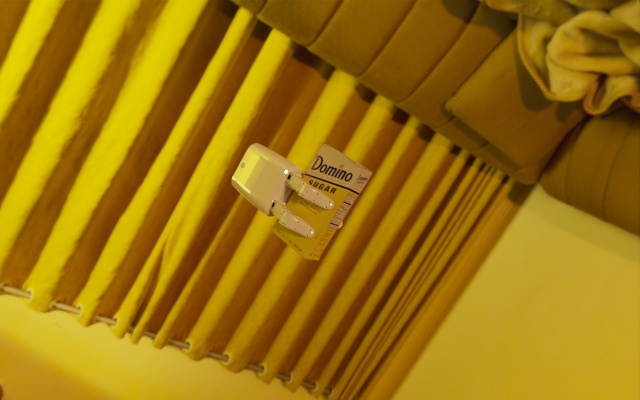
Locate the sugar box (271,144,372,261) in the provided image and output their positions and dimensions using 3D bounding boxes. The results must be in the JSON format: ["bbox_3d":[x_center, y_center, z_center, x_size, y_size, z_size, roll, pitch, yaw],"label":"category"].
[{"bbox_3d":[0.000,0.003,0.796,0.093,0.176,0.048,35,10,31],"label":"sugar box"}]
